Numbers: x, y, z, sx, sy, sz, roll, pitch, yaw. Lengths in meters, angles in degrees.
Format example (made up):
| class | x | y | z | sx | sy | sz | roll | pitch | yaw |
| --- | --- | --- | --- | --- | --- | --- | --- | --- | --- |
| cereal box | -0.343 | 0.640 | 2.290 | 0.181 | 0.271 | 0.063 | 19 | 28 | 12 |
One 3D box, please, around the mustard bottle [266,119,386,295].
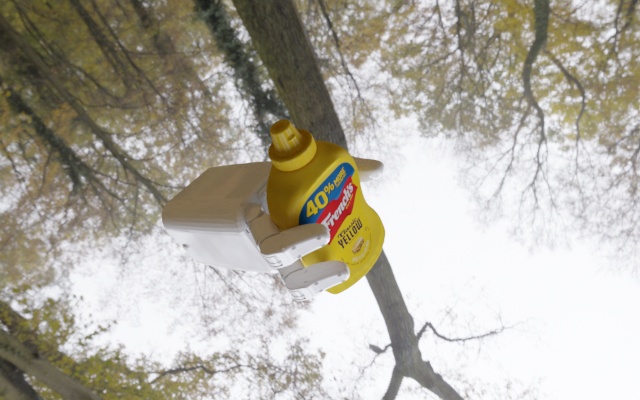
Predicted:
| class | x | y | z | sx | sy | sz | roll | pitch | yaw |
| --- | --- | --- | --- | --- | --- | --- | --- | --- | --- |
| mustard bottle | 0.000 | 0.002 | 0.452 | 0.058 | 0.096 | 0.192 | 25 | -26 | 42 |
